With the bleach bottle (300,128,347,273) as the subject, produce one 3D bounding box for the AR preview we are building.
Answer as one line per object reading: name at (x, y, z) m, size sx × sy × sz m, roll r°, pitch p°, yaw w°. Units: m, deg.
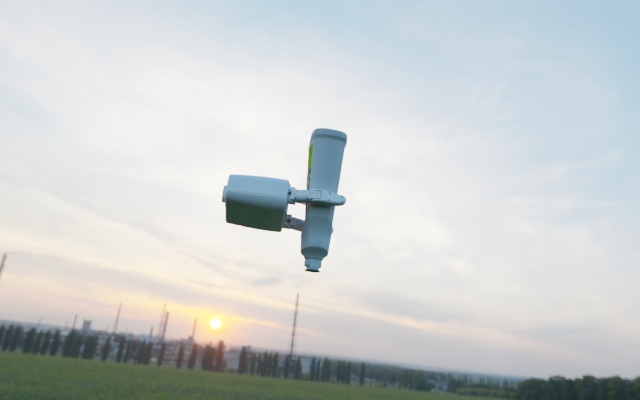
bleach bottle at (0.000, 0.003, 0.867) m, size 0.068 × 0.250 × 0.102 m, roll 8°, pitch -18°, yaw -5°
